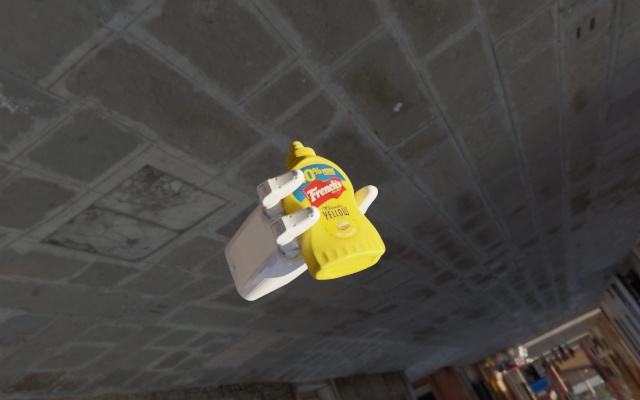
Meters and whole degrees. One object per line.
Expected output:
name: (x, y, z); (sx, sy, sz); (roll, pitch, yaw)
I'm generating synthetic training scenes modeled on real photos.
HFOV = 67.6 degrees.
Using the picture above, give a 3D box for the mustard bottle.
mustard bottle: (0.000, 0.002, 0.611); (0.096, 0.191, 0.058); (-12, -30, -24)
